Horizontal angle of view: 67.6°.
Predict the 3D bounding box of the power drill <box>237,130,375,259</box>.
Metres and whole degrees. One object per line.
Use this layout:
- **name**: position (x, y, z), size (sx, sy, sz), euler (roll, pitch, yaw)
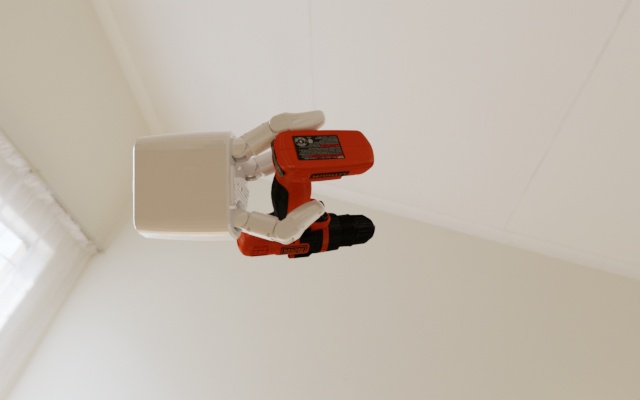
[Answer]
- **power drill**: position (0.000, 0.002, 0.564), size (0.184, 0.057, 0.188), euler (-5, -38, -20)
